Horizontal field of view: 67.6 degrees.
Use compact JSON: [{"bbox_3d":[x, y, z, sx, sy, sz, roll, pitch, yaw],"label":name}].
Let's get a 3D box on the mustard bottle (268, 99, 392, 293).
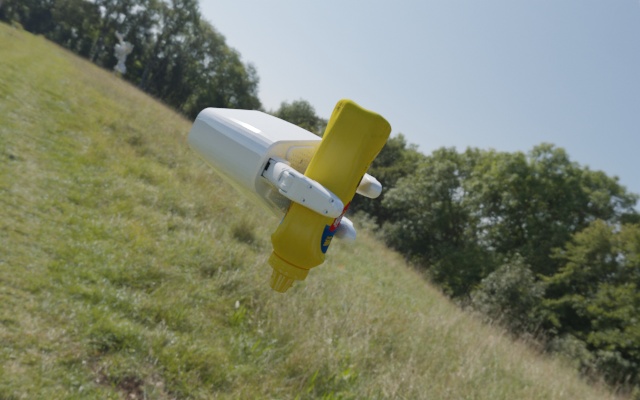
[{"bbox_3d":[0.000,0.001,0.459,0.058,0.191,0.096,28,5,4],"label":"mustard bottle"}]
